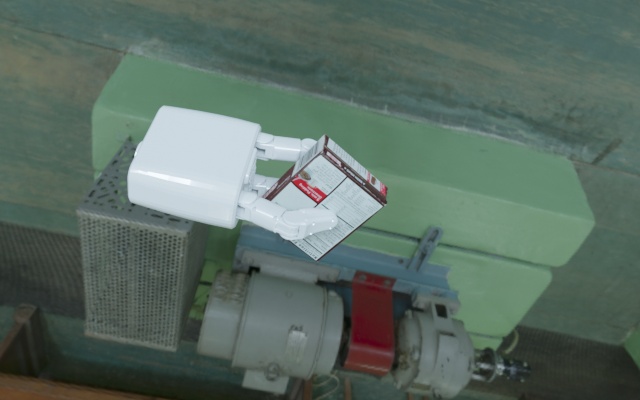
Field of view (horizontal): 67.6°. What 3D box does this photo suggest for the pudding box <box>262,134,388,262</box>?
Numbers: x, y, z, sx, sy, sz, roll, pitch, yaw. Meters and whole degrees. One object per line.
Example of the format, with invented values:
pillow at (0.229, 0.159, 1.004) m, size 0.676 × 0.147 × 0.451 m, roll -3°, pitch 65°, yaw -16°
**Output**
pudding box at (0.000, 0.002, 0.499) m, size 0.113 × 0.090 × 0.039 m, roll -41°, pitch 20°, yaw 31°
